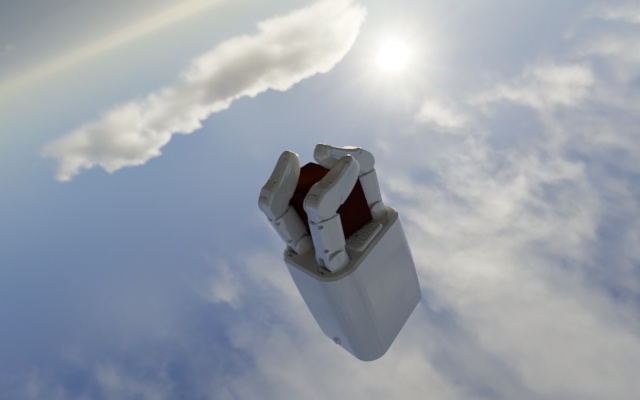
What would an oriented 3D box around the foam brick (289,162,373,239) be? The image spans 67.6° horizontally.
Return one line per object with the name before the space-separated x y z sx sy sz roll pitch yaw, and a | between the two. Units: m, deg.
foam brick | 0.000 0.001 0.453 0.053 0.051 0.078 -33 27 -23
